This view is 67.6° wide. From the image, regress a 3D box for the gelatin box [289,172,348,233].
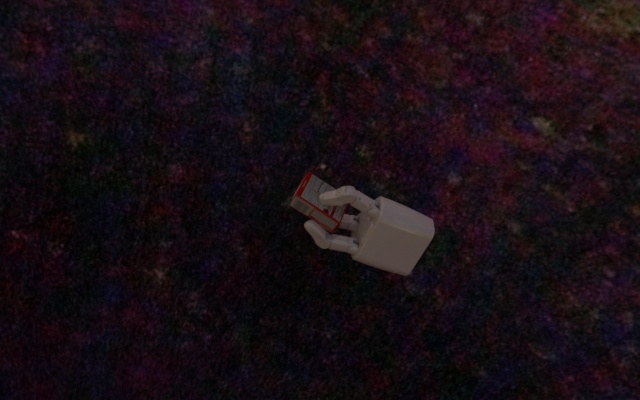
[{"bbox_3d":[0.000,0.002,0.803,0.089,0.030,0.073,33,39,-7],"label":"gelatin box"}]
